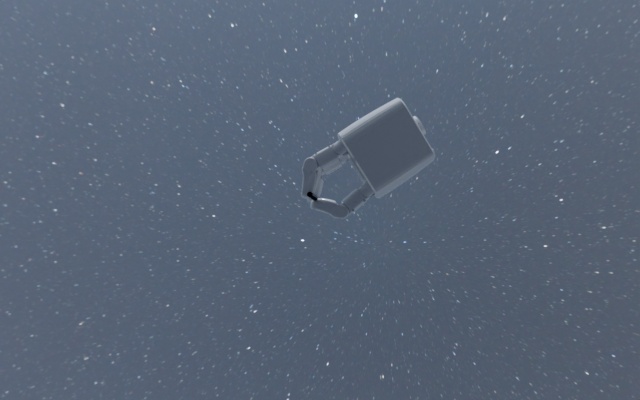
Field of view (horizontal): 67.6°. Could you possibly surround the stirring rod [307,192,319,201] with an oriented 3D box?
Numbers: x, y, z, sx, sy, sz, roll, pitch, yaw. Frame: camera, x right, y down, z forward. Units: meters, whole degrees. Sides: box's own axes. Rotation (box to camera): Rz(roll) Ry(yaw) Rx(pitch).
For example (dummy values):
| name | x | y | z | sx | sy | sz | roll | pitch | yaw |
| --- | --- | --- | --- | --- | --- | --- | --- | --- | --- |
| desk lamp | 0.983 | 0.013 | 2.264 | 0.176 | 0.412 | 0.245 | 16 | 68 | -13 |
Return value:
| name | x | y | z | sx | sy | sz | roll | pitch | yaw |
| --- | --- | --- | --- | --- | --- | --- | --- | --- | --- |
| stirring rod | 0.000 | 0.003 | 0.785 | 0.011 | 0.011 | 0.239 | 0 | -5 | 7 |
